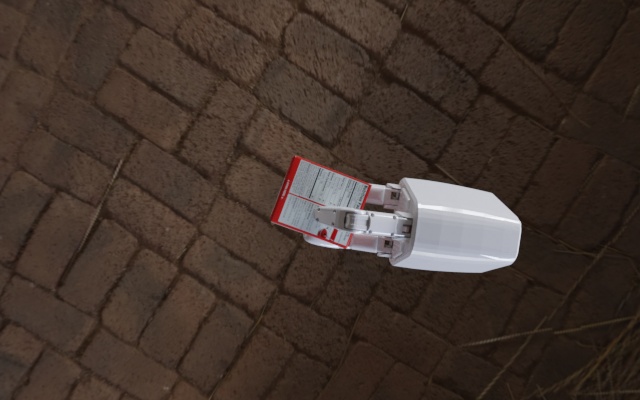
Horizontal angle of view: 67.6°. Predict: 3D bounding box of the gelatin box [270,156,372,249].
[{"bbox_3d":[0.000,0.002,0.505,0.089,0.073,0.030,20,2,-7],"label":"gelatin box"}]
